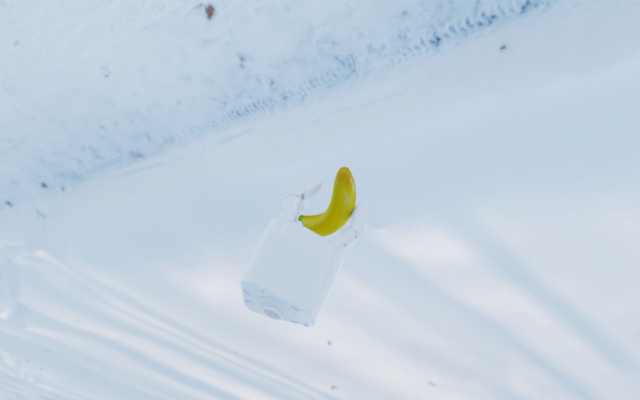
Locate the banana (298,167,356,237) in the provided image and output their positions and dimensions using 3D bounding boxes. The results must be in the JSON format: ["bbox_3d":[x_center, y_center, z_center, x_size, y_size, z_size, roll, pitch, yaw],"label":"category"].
[{"bbox_3d":[0.013,0.015,0.737,0.069,0.037,0.198,37,-34,-8],"label":"banana"}]
